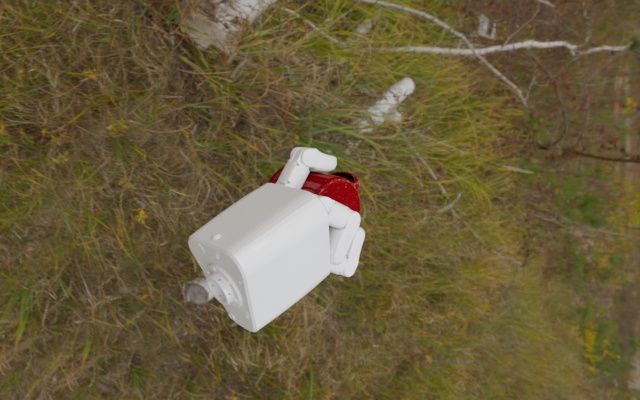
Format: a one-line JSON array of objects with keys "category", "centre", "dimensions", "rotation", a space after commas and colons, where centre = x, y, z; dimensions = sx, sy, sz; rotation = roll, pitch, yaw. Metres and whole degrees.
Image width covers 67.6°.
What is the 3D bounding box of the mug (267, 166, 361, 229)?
[{"category": "mug", "centre": [0.001, 0.001, 0.564], "dimensions": [0.081, 0.093, 0.117], "rotation": [14, 41, 45]}]
